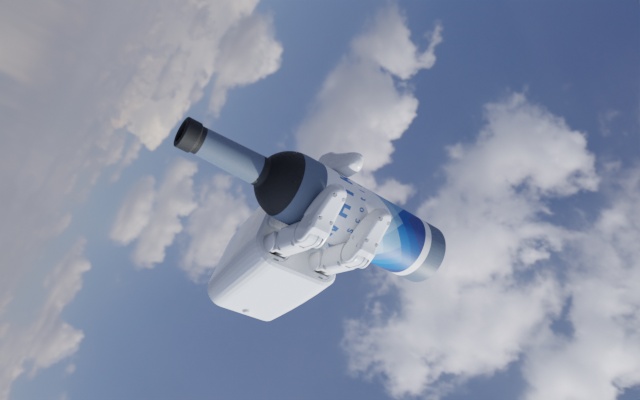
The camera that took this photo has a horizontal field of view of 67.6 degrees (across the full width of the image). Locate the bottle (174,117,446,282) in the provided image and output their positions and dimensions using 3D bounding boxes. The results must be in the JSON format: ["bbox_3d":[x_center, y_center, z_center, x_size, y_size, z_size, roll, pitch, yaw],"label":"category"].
[{"bbox_3d":[0.000,0.002,0.463,0.296,0.069,0.069,27,-14,-29],"label":"bottle"}]
